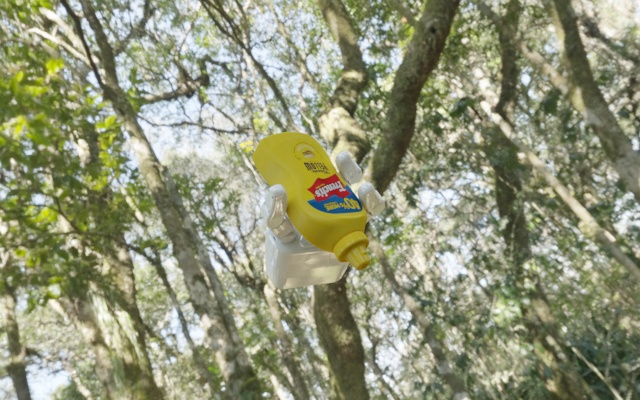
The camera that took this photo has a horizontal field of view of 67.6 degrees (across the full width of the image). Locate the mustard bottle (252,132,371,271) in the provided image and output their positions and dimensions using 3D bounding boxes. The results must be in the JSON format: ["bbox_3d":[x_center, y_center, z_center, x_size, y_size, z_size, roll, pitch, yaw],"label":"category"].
[{"bbox_3d":[0.000,0.001,0.561,0.096,0.191,0.058,-3,-41,-43],"label":"mustard bottle"}]
